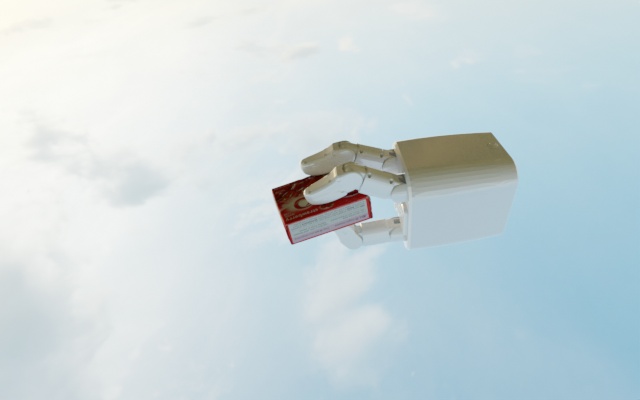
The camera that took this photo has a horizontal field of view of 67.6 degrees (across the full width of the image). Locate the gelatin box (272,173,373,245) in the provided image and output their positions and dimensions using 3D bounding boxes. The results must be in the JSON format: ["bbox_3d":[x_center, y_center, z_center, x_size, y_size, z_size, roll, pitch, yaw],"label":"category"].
[{"bbox_3d":[0.000,0.002,0.494,0.089,0.030,0.073,-19,34,-6],"label":"gelatin box"}]
